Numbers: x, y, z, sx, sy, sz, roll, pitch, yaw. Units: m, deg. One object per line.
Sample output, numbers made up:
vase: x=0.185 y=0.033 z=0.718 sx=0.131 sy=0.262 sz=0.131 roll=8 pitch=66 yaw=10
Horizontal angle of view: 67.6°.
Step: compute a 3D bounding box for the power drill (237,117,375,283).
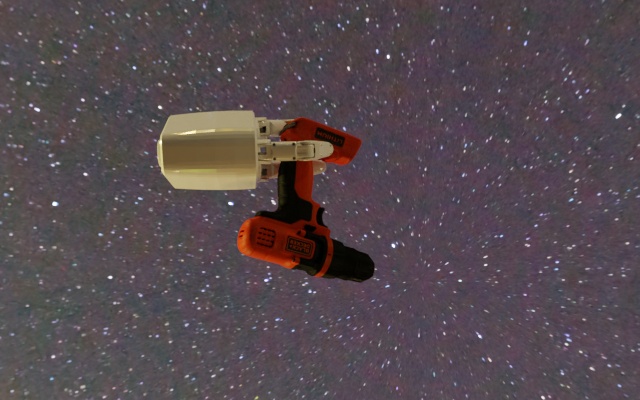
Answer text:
power drill: x=0.000 y=0.001 z=0.609 sx=0.184 sy=0.187 sz=0.057 roll=19 pitch=-19 yaw=-24
